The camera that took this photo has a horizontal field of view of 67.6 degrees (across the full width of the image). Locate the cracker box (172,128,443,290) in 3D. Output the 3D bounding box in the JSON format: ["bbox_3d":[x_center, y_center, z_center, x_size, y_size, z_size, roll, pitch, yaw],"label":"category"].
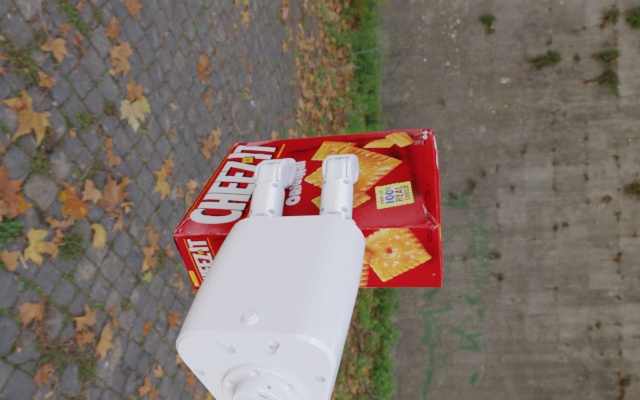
[{"bbox_3d":[0.000,0.002,0.438,0.214,0.072,0.164,-2,34,14],"label":"cracker box"}]
